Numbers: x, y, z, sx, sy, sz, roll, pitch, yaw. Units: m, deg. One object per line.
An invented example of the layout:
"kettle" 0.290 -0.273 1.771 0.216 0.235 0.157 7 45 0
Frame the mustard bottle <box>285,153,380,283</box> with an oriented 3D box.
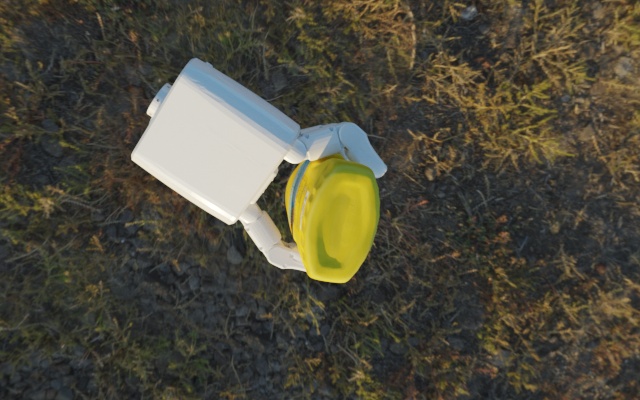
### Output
"mustard bottle" 0.000 0.002 0.453 0.058 0.096 0.191 9 9 -12
